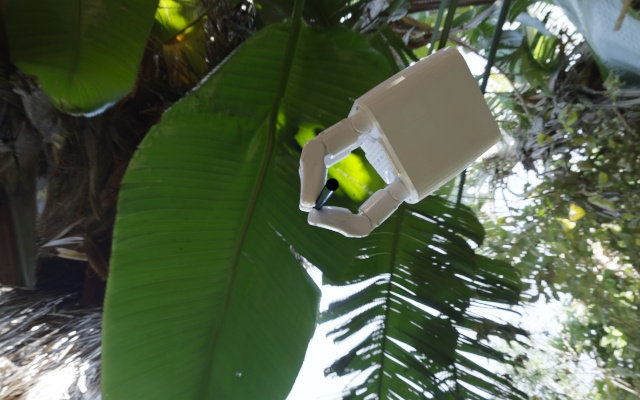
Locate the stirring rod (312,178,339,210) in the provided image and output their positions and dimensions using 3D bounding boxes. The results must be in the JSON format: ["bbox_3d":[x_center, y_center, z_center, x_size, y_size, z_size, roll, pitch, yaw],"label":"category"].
[{"bbox_3d":[0.000,0.001,0.406,0.011,0.011,0.239,0,-5,-3],"label":"stirring rod"}]
